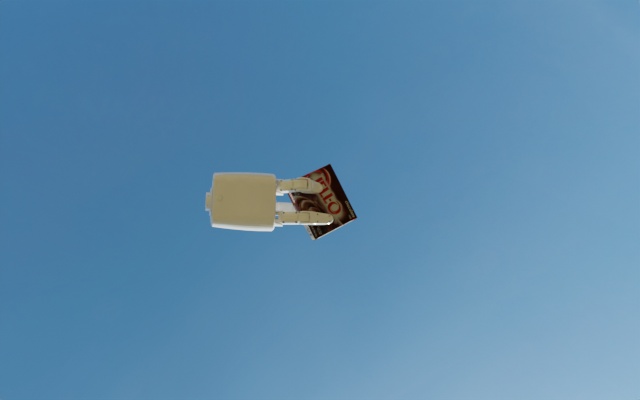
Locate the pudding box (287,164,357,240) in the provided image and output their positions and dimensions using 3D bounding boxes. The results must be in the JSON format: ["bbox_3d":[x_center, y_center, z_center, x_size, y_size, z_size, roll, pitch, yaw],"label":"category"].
[{"bbox_3d":[0.000,0.003,0.858,0.090,0.113,0.039,-26,0,-16],"label":"pudding box"}]
